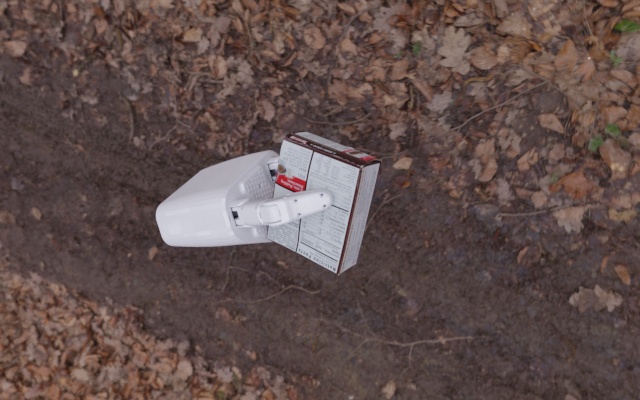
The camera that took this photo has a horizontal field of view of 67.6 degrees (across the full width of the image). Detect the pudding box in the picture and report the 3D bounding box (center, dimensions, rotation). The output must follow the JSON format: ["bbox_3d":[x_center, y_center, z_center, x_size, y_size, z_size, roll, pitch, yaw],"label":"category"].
[{"bbox_3d":[0.000,0.001,0.450,0.090,0.113,0.039,24,27,27],"label":"pudding box"}]
